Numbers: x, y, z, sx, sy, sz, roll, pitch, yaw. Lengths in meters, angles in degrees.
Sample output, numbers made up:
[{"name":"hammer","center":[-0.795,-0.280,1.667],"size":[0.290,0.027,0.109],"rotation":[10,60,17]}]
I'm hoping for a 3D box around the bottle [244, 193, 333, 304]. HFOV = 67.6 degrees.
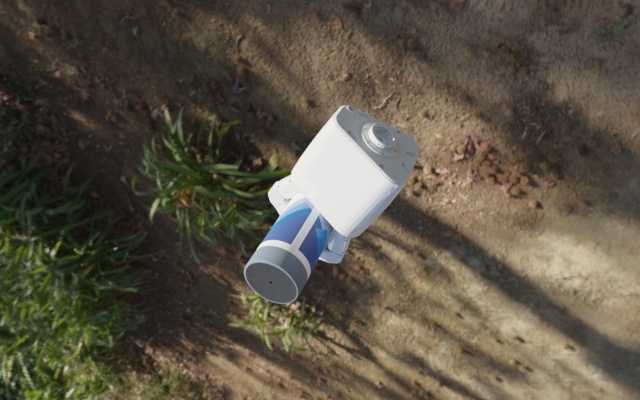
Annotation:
[{"name":"bottle","center":[0.000,0.002,0.623],"size":[0.069,0.069,0.295],"rotation":[0,37,27]}]
